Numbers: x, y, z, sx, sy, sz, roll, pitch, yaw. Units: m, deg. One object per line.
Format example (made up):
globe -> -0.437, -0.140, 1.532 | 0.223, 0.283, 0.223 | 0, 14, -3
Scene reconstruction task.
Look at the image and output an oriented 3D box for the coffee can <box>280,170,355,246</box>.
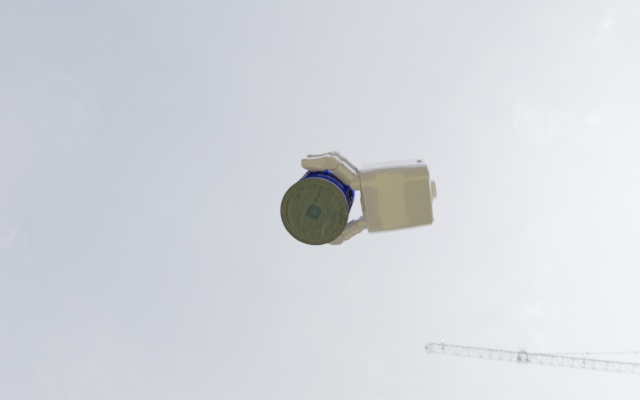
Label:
coffee can -> 0.000, 0.003, 0.766 | 0.103, 0.103, 0.140 | 0, 13, 8
